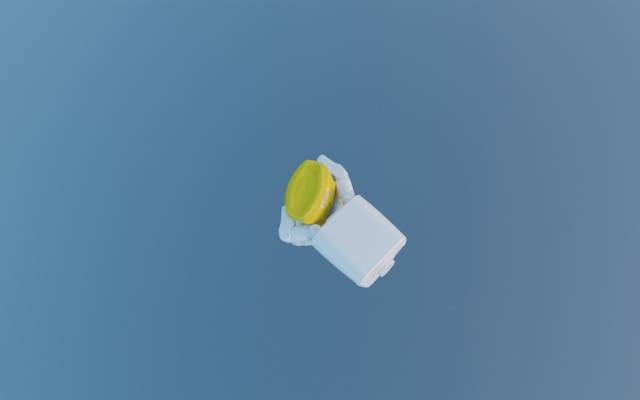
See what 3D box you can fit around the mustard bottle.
[{"bbox_3d":[0.000,0.002,0.810,0.058,0.096,0.192,15,-8,18],"label":"mustard bottle"}]
